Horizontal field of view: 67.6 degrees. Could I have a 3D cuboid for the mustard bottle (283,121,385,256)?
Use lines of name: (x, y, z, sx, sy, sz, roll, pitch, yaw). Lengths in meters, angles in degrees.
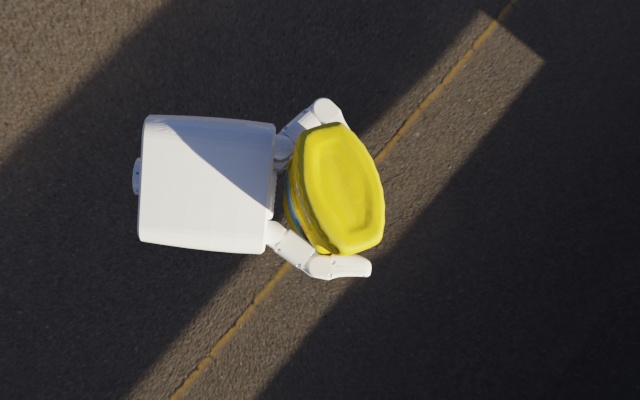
mustard bottle: (0.000, 0.001, 0.426, 0.058, 0.096, 0.191, -20, -3, -11)
